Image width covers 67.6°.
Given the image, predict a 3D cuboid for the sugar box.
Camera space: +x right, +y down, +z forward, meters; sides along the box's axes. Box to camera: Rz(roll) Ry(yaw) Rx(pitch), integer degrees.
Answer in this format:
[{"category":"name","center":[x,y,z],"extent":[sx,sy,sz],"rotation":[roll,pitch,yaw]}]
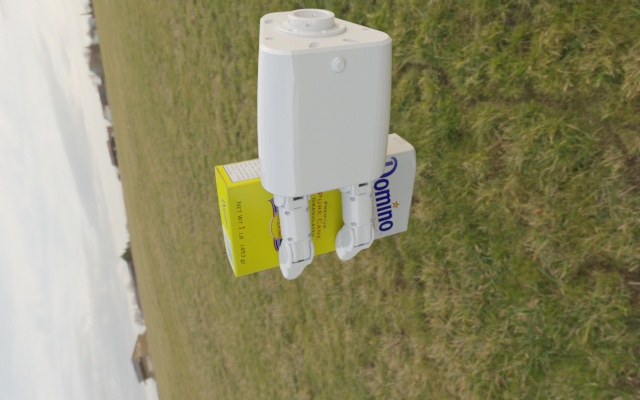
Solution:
[{"category":"sugar box","center":[0.000,0.002,0.430],"extent":[0.176,0.093,0.048],"rotation":[-12,35,-19]}]
